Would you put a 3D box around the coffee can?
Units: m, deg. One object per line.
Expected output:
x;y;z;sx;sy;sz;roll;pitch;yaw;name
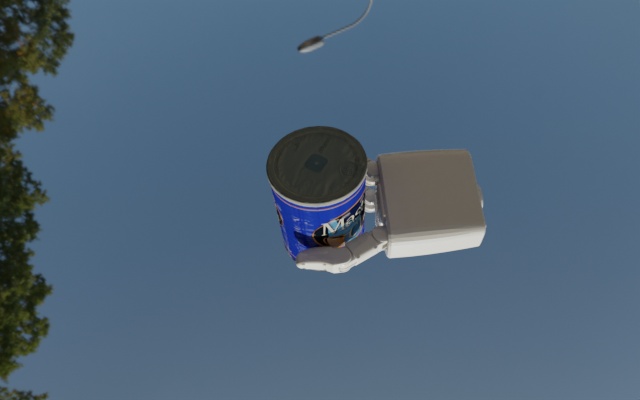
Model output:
0.000;0.002;0.538;0.103;0.102;0.140;0;-35;4;coffee can
